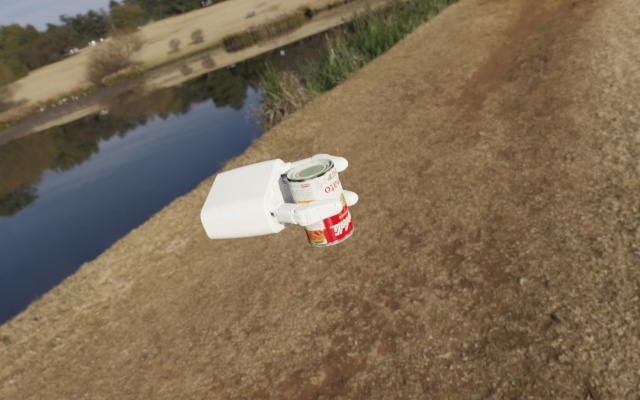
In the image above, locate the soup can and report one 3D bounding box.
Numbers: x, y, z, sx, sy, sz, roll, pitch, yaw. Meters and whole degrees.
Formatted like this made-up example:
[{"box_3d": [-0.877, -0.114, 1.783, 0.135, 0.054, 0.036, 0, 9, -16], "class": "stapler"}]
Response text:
[{"box_3d": [0.000, 0.002, 0.652, 0.068, 0.102, 0.068, -15, 23, 7], "class": "soup can"}]
